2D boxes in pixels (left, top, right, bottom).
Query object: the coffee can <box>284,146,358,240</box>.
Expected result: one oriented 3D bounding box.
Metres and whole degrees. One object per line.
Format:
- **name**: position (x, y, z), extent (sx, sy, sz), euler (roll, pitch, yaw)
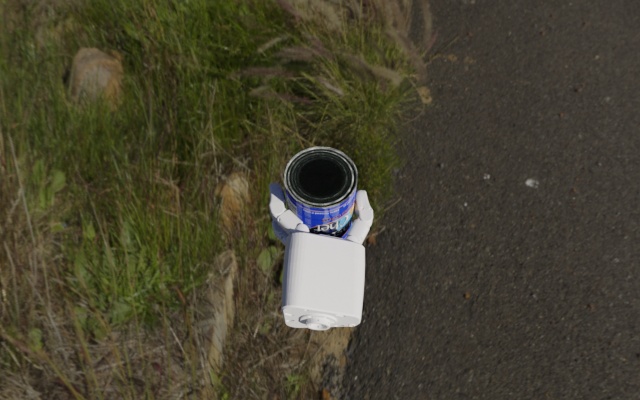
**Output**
- **coffee can**: position (0.000, 0.002, 0.713), extent (0.103, 0.102, 0.140), euler (0, -31, 0)
